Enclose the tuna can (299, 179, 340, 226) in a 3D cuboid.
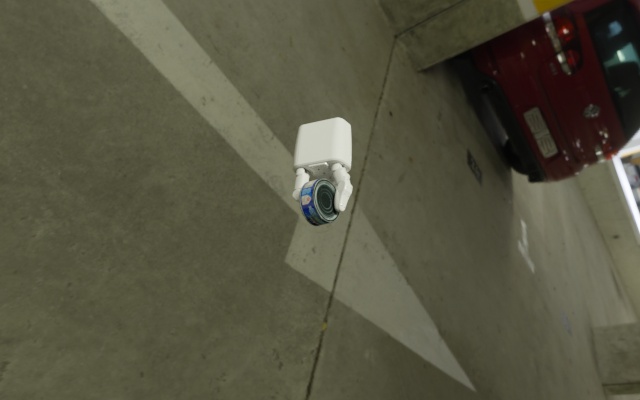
[{"bbox_3d":[0.001,0.003,0.890,0.034,0.086,0.086,-14,-8,36],"label":"tuna can"}]
